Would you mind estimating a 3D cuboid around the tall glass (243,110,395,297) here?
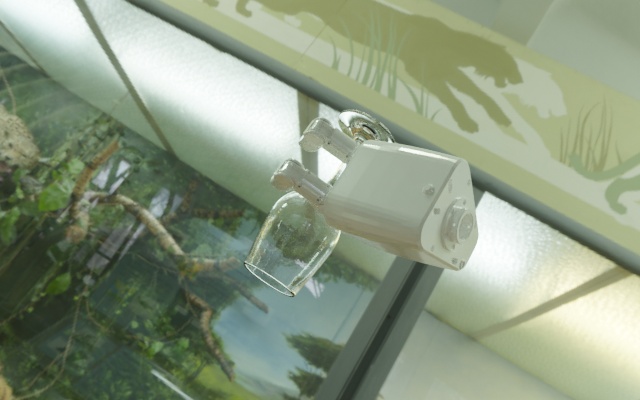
[{"bbox_3d":[0.000,0.001,0.509,0.079,0.201,0.079,30,-19,11],"label":"tall glass"}]
